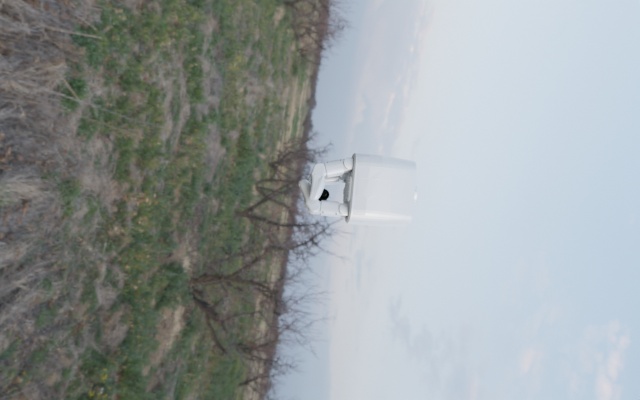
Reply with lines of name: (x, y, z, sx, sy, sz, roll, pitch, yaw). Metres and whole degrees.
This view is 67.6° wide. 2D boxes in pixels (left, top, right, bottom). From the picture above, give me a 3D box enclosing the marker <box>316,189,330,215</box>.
marker: (0.000, 0.003, 0.832, 0.020, 0.020, 0.121, 0, -14, -6)
